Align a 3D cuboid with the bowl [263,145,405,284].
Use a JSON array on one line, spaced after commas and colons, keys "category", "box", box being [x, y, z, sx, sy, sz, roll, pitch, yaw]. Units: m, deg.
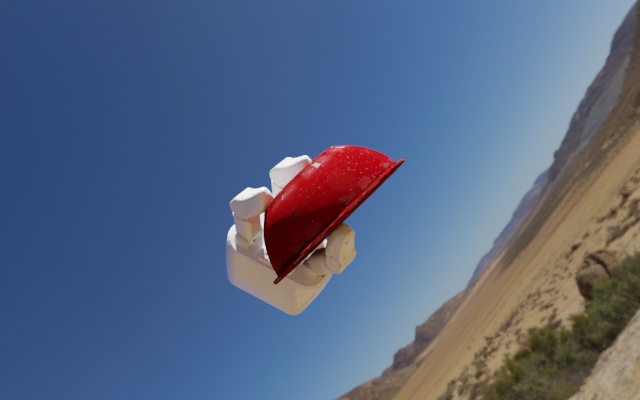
[{"category": "bowl", "box": [0.000, 0.000, 0.434, 0.162, 0.055, 0.162, -43, -4, -4]}]
